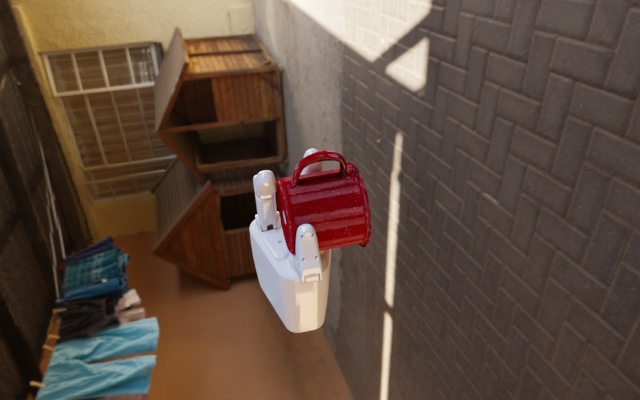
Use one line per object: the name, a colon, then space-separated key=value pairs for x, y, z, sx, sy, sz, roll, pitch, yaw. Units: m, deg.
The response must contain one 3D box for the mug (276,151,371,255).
mug: x=0.000 y=0.001 z=0.496 sx=0.081 sy=0.117 sz=0.093 roll=-10 pitch=40 yaw=-11
